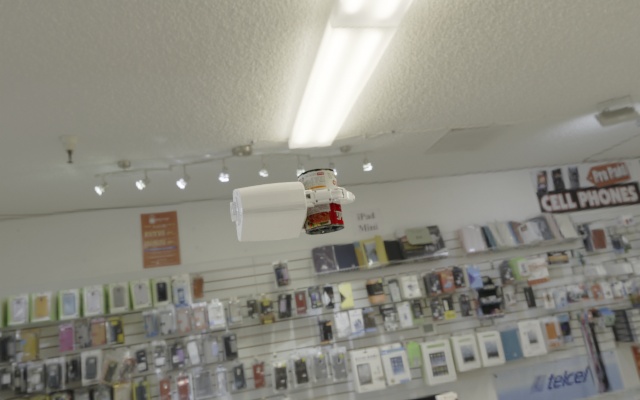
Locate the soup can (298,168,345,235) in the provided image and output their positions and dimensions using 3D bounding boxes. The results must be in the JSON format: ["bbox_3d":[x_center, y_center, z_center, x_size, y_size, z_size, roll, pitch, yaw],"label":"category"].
[{"bbox_3d":[0.001,0.002,0.826,0.068,0.102,0.068,-9,-13,-2],"label":"soup can"}]
